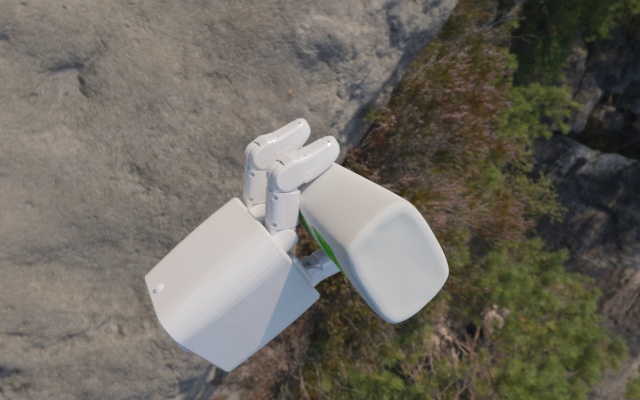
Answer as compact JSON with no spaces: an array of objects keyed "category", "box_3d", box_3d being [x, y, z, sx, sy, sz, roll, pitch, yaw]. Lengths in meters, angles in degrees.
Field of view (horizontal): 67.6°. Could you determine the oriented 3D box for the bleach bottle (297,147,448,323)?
[{"category":"bleach bottle","box_3d":[0.000,0.001,0.434,0.068,0.103,0.250,-40,34,-8]}]
